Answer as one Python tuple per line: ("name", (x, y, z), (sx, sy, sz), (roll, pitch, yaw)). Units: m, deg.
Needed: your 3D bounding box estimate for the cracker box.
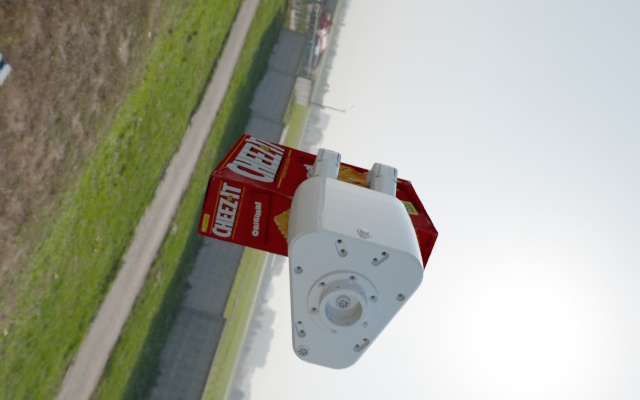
("cracker box", (0.000, 0.002, 0.506), (0.214, 0.072, 0.164), (16, 20, -4))
